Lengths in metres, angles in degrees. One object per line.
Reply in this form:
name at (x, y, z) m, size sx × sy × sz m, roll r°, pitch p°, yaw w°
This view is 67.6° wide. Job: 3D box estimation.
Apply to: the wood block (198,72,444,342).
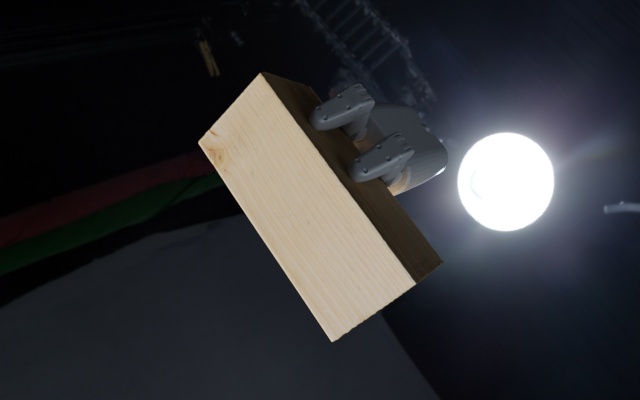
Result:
wood block at (0.000, 0.001, 0.417) m, size 0.091 × 0.206 × 0.090 m, roll -42°, pitch -14°, yaw 23°
